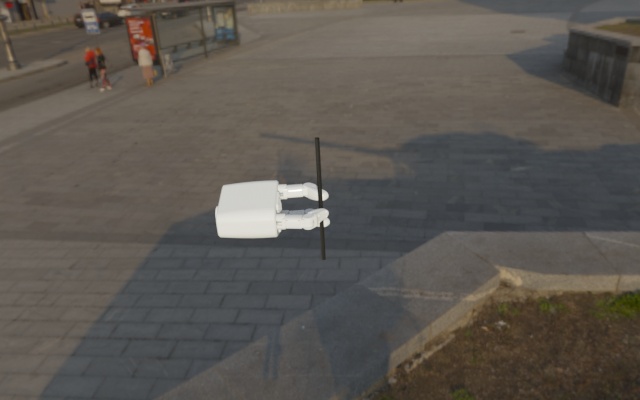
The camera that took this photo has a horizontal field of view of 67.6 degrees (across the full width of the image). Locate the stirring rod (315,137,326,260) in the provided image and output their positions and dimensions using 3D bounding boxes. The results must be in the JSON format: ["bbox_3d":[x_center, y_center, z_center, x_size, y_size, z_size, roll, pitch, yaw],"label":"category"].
[{"bbox_3d":[0.000,0.003,0.864,0.011,0.240,0.011,-3,24,1],"label":"stirring rod"}]
